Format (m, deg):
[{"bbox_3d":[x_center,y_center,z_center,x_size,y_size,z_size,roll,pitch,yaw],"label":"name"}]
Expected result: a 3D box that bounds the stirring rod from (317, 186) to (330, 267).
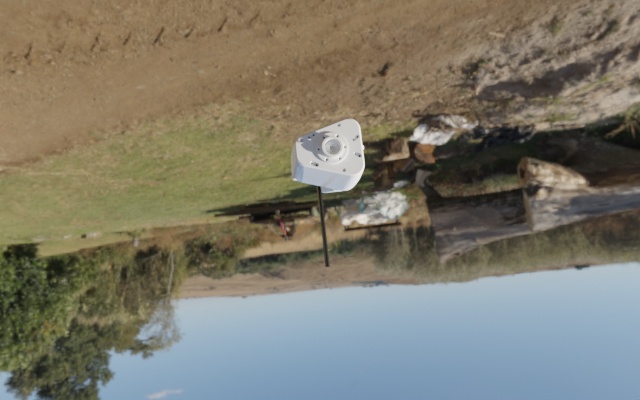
[{"bbox_3d":[0.000,0.003,0.887,0.011,0.239,0.011,-6,-8,-1],"label":"stirring rod"}]
